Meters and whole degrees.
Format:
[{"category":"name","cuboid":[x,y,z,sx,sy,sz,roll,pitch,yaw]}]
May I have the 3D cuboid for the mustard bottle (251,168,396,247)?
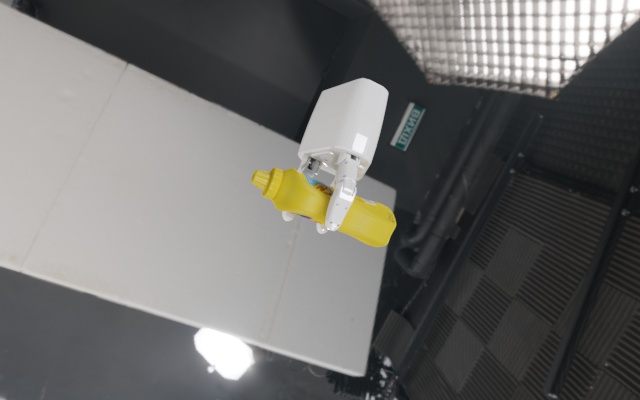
[{"category":"mustard bottle","cuboid":[0.000,0.002,0.634,0.191,0.058,0.096,22,9,-17]}]
